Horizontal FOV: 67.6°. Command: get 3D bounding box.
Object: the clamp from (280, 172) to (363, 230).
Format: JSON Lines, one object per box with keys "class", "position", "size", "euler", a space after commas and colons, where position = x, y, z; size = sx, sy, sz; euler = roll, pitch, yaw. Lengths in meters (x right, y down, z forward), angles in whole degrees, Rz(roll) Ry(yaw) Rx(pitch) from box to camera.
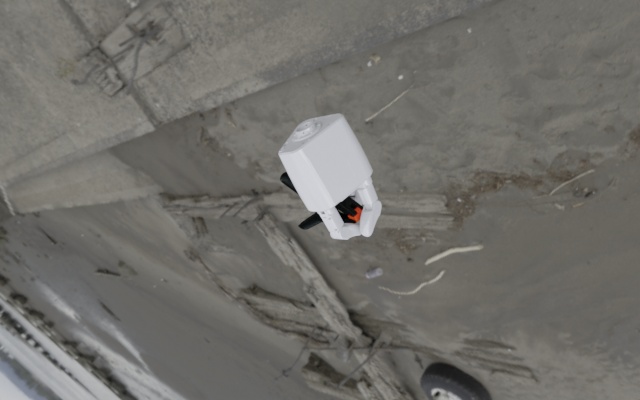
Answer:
{"class": "clamp", "position": [0.000, 0.003, 0.817], "size": [0.171, 0.120, 0.039], "euler": [-1, 39, 46]}
